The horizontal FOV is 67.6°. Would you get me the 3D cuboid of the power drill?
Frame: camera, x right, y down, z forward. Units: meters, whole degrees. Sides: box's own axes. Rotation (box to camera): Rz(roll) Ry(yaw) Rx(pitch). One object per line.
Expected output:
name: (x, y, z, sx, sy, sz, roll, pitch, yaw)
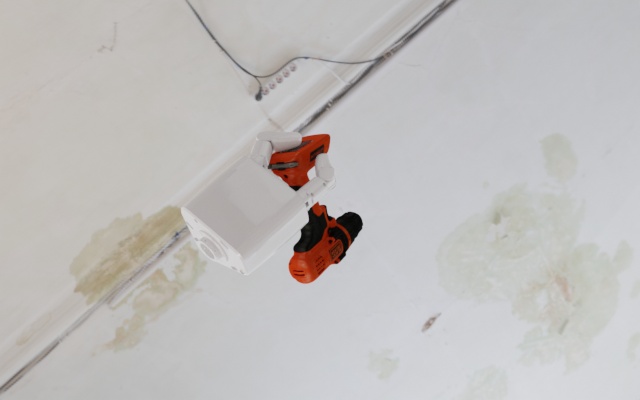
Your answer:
power drill: (0.000, 0.002, 0.697, 0.057, 0.188, 0.184, -5, 20, 31)
